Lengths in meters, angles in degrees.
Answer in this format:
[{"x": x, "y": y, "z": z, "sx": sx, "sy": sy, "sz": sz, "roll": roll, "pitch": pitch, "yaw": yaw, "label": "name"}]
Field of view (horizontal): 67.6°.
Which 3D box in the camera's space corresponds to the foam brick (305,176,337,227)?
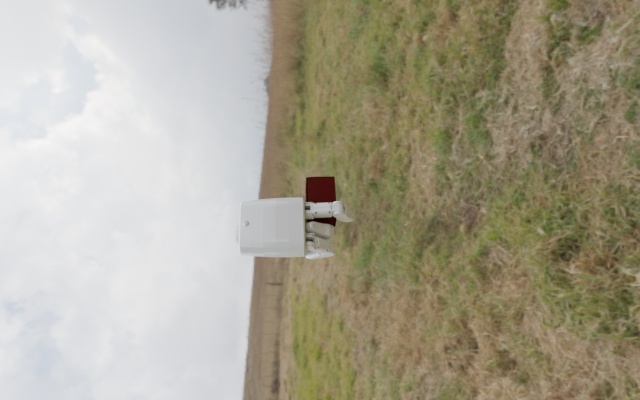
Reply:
[{"x": 0.000, "y": 0.002, "z": 0.833, "sx": 0.051, "sy": 0.078, "sz": 0.053, "roll": -1, "pitch": -24, "yaw": -3, "label": "foam brick"}]
